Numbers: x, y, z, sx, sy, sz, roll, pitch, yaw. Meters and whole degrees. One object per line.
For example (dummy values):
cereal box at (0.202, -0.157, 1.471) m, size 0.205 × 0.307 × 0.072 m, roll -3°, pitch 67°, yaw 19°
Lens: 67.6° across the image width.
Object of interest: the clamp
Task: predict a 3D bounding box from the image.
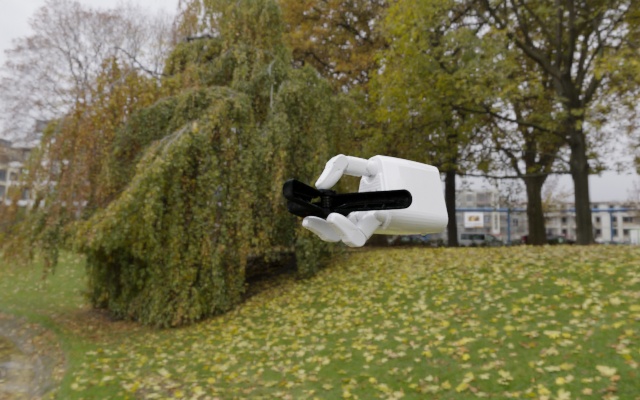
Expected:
clamp at (0.000, 0.001, 0.650) m, size 0.164 × 0.036 × 0.210 m, roll 7°, pitch -9°, yaw -24°
